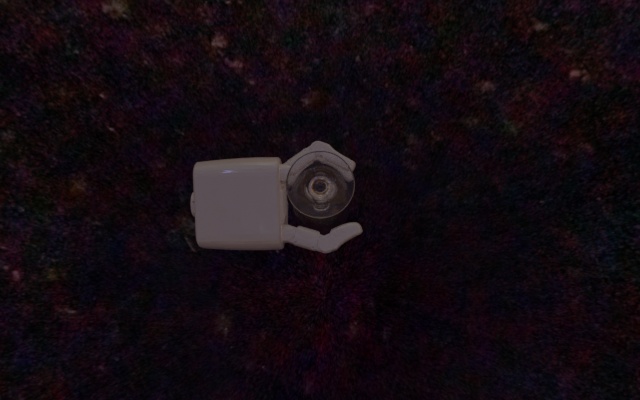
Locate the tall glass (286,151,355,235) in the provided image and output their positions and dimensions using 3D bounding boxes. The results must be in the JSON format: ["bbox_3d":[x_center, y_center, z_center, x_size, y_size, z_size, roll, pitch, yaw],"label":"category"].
[{"bbox_3d":[0.000,0.002,0.608,0.079,0.079,0.201,0,-11,1],"label":"tall glass"}]
